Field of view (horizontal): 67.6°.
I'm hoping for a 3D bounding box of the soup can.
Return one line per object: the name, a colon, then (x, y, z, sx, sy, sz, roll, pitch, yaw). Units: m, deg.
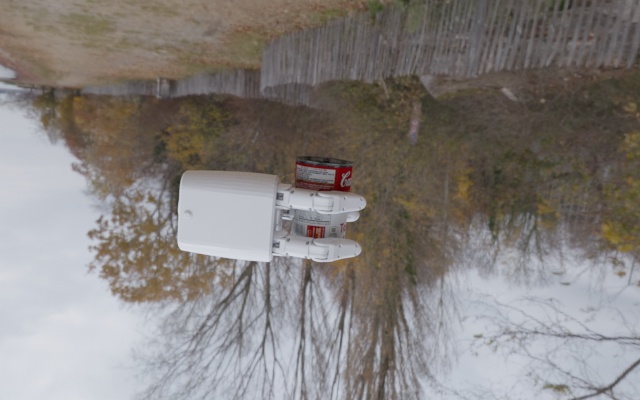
soup can: (0.001, 0.002, 0.570, 0.068, 0.102, 0.068, 5, 10, -1)
